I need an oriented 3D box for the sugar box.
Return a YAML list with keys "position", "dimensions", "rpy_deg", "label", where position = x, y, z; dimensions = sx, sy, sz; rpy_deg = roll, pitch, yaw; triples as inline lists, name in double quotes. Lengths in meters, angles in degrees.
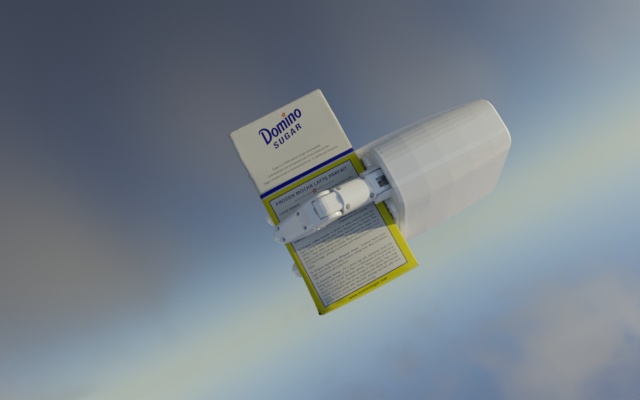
- position: [0.000, 0.002, 0.420]
  dimensions: [0.093, 0.176, 0.048]
  rpy_deg: [-27, -10, -5]
  label: "sugar box"
